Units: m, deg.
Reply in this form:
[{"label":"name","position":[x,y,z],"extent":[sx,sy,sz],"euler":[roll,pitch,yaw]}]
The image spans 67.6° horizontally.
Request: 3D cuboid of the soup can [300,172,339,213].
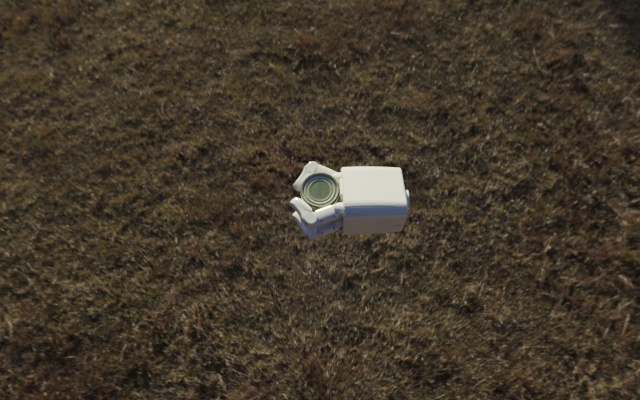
[{"label":"soup can","position":[0.000,0.003,0.844],"extent":[0.068,0.068,0.102],"euler":[0,-25,1]}]
